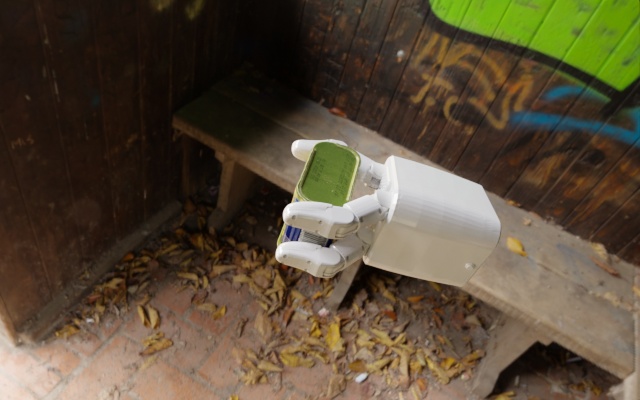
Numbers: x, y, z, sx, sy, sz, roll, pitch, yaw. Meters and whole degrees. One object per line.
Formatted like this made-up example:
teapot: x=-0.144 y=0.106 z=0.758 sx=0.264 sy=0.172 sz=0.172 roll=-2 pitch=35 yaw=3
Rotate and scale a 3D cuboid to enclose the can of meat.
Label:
can of meat: x=0.000 y=0.001 z=0.481 sx=0.057 sy=0.102 sz=0.084 roll=19 pitch=-45 yaw=-1
